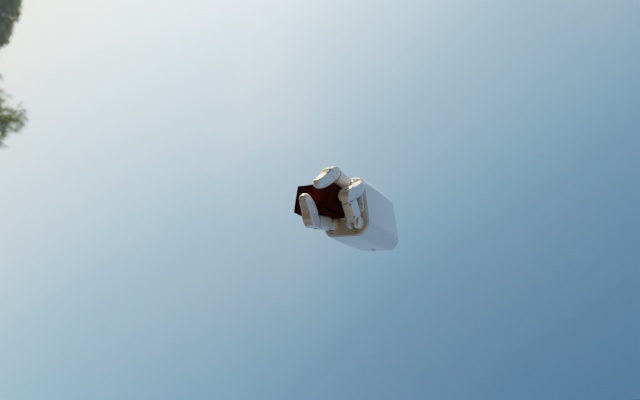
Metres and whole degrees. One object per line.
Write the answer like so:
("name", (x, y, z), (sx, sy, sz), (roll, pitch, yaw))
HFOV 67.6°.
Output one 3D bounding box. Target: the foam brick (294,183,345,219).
("foam brick", (0.000, 0.003, 0.843), (0.078, 0.053, 0.051), (-6, -24, 41))
